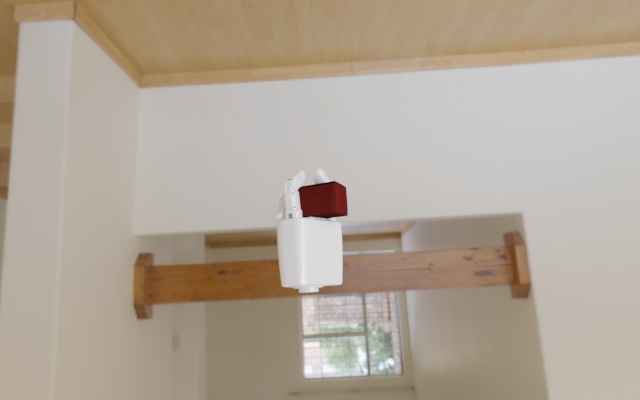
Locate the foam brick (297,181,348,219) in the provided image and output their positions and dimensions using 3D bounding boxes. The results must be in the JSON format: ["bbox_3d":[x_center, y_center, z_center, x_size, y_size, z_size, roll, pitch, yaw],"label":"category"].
[{"bbox_3d":[0.000,0.002,0.785,0.078,0.051,0.053,-9,-13,26],"label":"foam brick"}]
